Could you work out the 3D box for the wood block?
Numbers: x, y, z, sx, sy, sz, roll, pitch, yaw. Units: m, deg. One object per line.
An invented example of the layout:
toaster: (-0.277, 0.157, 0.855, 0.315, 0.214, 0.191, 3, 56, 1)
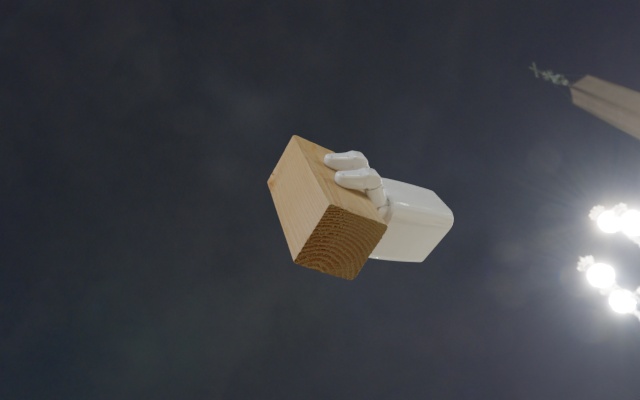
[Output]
wood block: (0.000, 0.002, 0.656, 0.090, 0.091, 0.206, 21, 22, -26)
